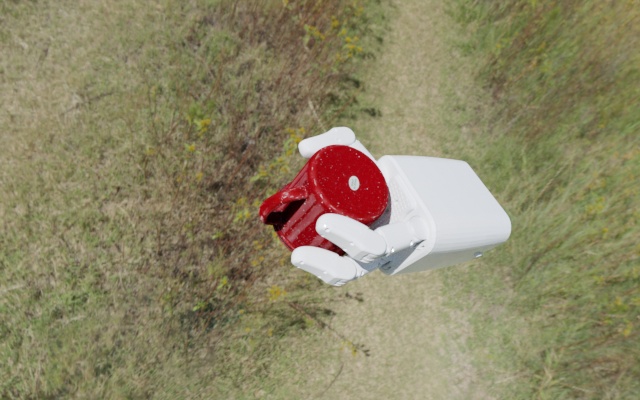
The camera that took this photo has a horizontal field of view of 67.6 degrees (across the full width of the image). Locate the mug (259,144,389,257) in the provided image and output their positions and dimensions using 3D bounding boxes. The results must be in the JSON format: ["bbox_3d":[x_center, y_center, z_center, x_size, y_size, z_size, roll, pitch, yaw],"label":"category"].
[{"bbox_3d":[-0.001,0.001,0.443,0.117,0.093,0.081,-2,-27,-30],"label":"mug"}]
